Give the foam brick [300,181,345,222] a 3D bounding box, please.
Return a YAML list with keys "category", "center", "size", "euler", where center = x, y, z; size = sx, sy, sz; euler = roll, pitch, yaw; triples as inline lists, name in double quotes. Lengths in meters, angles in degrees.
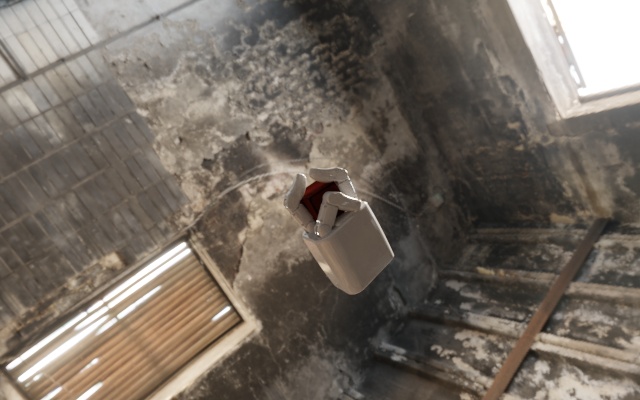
- category: "foam brick"
  center: [0.000, 0.002, 0.768]
  size: [0.053, 0.051, 0.078]
  euler: [-35, 15, -15]
